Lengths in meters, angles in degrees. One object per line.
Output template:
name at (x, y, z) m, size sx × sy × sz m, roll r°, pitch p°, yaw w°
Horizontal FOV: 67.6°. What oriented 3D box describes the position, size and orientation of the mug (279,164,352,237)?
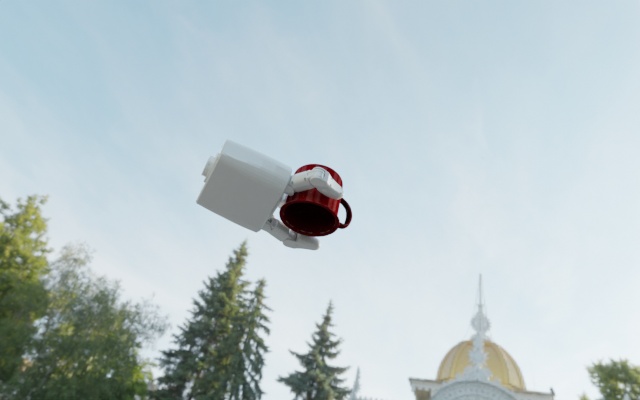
mug at (0.001, 0.003, 0.745) m, size 0.117 × 0.081 × 0.093 m, roll 26°, pitch -39°, yaw -17°
